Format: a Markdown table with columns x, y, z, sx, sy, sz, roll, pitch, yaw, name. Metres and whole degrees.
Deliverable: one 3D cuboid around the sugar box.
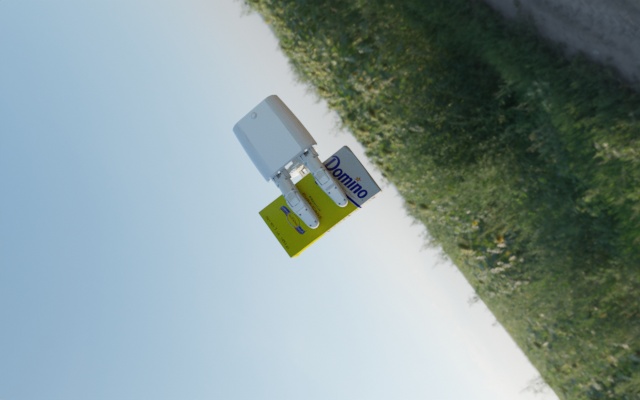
| x | y | z | sx | sy | sz | roll | pitch | yaw | name |
| --- | --- | --- | --- | --- | --- | --- | --- | --- | --- |
| 0.000 | 0.002 | 0.751 | 0.176 | 0.093 | 0.048 | -39 | -8 | 10 | sugar box |
